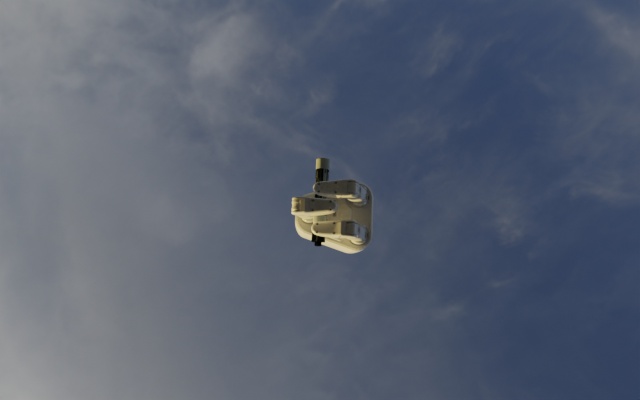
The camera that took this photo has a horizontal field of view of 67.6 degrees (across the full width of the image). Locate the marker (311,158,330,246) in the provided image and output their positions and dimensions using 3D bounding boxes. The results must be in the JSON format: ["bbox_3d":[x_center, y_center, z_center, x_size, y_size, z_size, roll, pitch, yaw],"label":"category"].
[{"bbox_3d":[0.000,0.002,0.653,0.020,0.121,0.020,3,-11,1],"label":"marker"}]
